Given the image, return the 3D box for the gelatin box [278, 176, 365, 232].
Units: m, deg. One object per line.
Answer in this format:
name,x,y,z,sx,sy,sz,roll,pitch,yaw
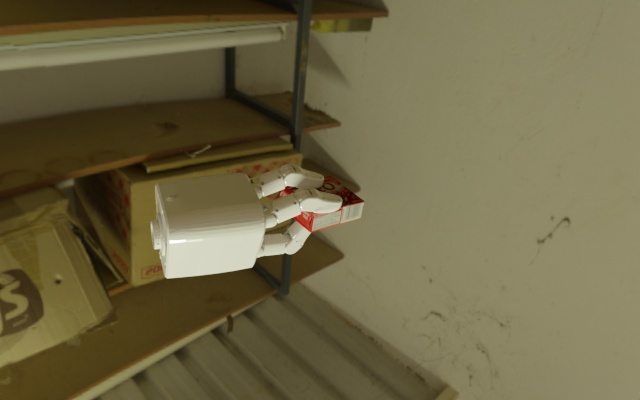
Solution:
gelatin box,0.000,0.002,0.618,0.089,0.030,0.073,-13,38,-36
